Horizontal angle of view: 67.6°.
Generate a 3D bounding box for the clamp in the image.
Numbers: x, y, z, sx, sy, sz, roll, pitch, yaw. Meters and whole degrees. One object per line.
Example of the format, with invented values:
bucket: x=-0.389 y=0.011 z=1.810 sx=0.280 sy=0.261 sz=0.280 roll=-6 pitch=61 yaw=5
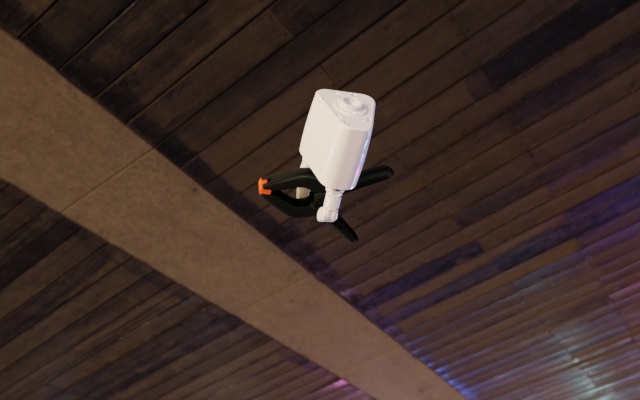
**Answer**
clamp: x=0.000 y=0.003 z=0.786 sx=0.210 sy=0.165 sz=0.036 roll=5 pitch=38 yaw=-15
